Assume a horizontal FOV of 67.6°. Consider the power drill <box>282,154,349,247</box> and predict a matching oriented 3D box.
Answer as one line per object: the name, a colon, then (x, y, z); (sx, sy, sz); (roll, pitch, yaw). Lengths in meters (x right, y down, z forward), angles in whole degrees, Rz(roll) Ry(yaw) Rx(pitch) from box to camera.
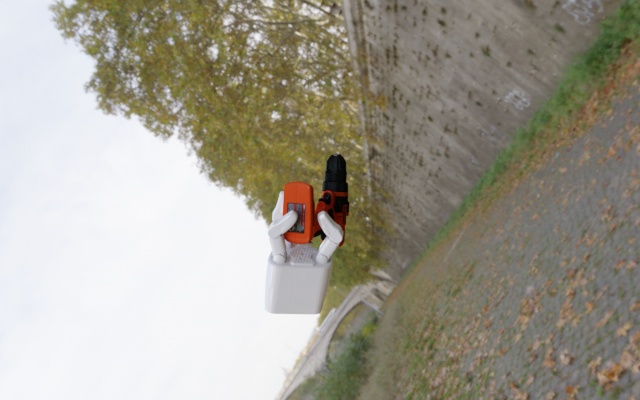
power drill: (0.000, 0.003, 0.877); (0.057, 0.184, 0.187); (2, 3, 27)
